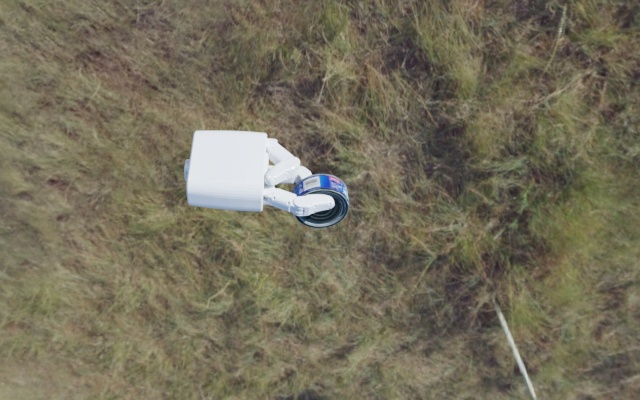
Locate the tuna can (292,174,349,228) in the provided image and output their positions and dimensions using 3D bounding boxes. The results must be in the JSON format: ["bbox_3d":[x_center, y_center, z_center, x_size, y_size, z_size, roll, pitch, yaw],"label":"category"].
[{"bbox_3d":[0.000,0.003,0.718,0.086,0.086,0.033,0,44,-7],"label":"tuna can"}]
